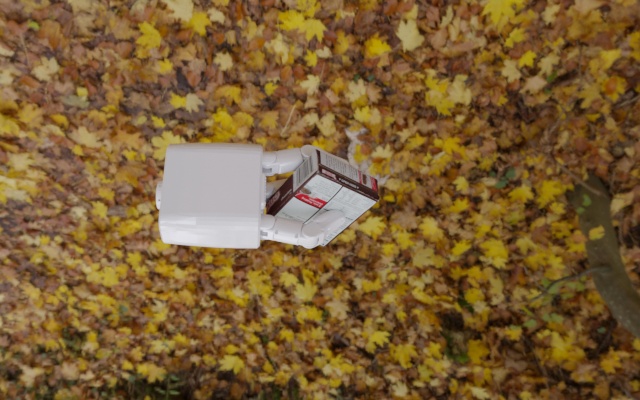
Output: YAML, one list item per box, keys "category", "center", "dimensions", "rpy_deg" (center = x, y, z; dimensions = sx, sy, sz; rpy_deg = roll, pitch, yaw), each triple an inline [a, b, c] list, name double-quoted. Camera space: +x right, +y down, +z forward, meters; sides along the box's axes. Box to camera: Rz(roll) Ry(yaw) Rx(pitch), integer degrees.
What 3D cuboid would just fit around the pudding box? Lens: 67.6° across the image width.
- category: "pudding box"
  center: [0.000, 0.002, 0.564]
  dimensions: [0.090, 0.039, 0.113]
  rpy_deg: [23, -45, -27]
